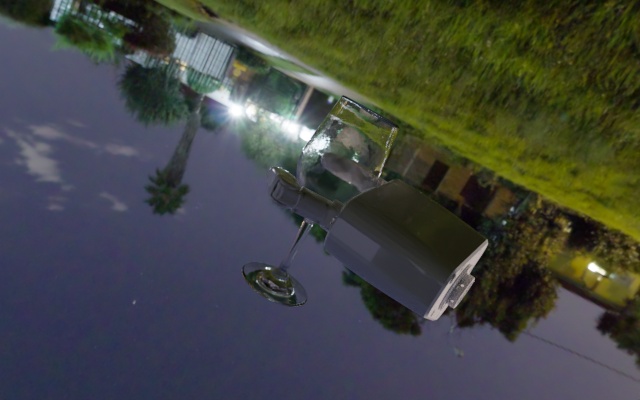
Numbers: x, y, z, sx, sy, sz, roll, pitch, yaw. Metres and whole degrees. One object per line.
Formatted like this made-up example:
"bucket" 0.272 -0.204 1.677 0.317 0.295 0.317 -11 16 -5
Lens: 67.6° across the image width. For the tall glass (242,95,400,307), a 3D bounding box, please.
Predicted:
"tall glass" 0.000 0.002 0.467 0.079 0.201 0.079 27 14 -7
